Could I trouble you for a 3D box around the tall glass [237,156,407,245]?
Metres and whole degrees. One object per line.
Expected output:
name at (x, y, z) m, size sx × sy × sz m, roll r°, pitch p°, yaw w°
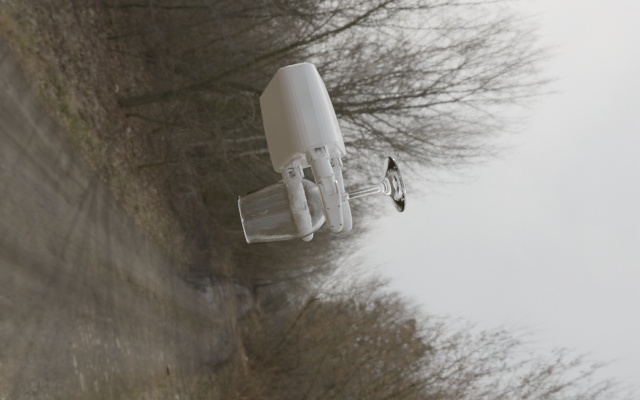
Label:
tall glass at (0.001, 0.002, 0.600) m, size 0.201 × 0.079 × 0.079 m, roll -14°, pitch 2°, yaw -8°
